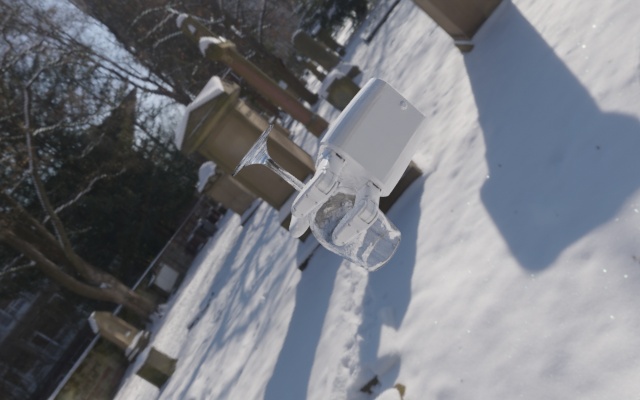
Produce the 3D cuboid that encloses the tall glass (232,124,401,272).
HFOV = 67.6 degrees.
[{"bbox_3d":[-0.001,0.002,0.557,0.201,0.079,0.079,38,-10,-13],"label":"tall glass"}]
